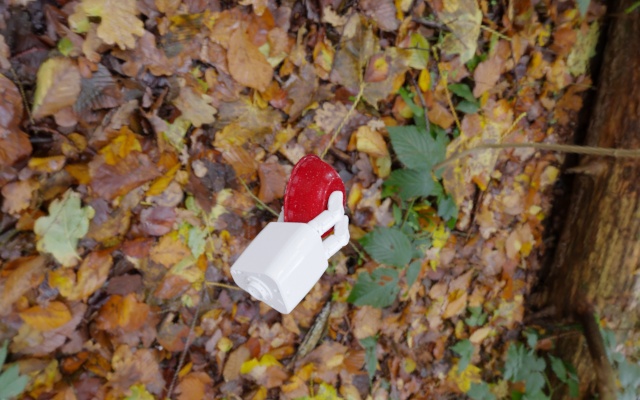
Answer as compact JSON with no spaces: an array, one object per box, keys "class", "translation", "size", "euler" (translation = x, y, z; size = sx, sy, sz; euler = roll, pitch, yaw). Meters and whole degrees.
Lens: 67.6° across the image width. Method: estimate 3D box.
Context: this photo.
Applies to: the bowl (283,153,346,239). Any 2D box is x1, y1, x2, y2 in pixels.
[{"class":"bowl","translation":[0.001,0.002,0.814],"size":[0.055,0.162,0.162],"euler":[8,3,25]}]
